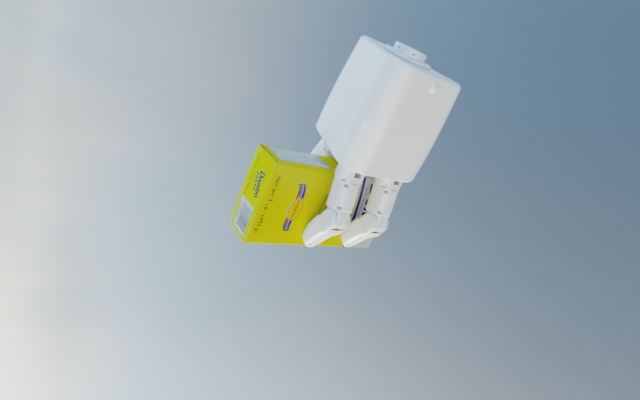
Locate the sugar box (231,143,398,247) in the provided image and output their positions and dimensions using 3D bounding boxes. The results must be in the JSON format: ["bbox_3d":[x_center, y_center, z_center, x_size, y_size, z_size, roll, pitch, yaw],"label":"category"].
[{"bbox_3d":[0.000,0.002,0.511,0.176,0.093,0.048,7,28,-38],"label":"sugar box"}]
